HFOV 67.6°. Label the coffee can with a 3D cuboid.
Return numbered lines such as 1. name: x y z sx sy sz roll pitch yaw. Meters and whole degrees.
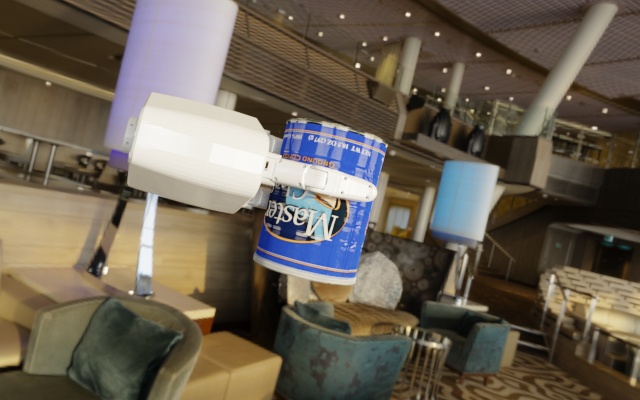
1. coffee can: 0.000 0.002 0.470 0.103 0.140 0.103 14 -1 0
